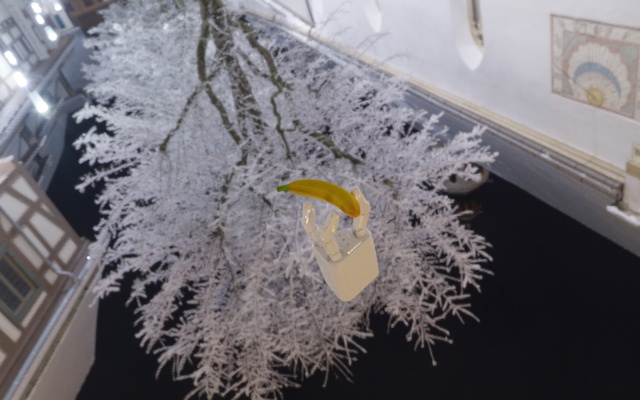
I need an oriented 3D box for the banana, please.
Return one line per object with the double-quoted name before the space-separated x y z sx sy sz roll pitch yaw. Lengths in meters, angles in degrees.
"banana" 0.009 -0.008 0.905 0.198 0.037 0.069 16 42 38
